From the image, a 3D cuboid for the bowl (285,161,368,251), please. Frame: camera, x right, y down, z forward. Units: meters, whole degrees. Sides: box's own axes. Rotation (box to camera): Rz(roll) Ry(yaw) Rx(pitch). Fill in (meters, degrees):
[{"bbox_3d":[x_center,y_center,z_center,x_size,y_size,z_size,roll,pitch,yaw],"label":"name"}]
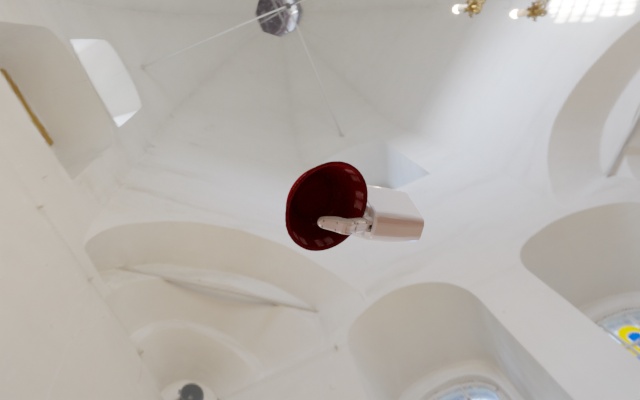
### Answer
[{"bbox_3d":[-0.001,0.002,0.813,0.162,0.162,0.055,0,22,-34],"label":"bowl"}]
